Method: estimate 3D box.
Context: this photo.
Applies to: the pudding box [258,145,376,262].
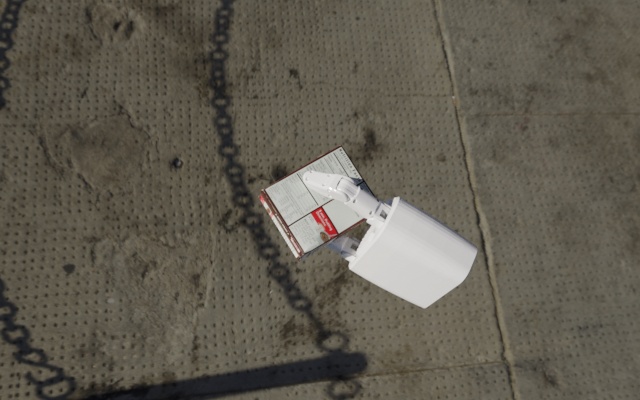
[{"bbox_3d":[0.000,0.002,0.546,0.113,0.090,0.039,-30,-8,-20],"label":"pudding box"}]
